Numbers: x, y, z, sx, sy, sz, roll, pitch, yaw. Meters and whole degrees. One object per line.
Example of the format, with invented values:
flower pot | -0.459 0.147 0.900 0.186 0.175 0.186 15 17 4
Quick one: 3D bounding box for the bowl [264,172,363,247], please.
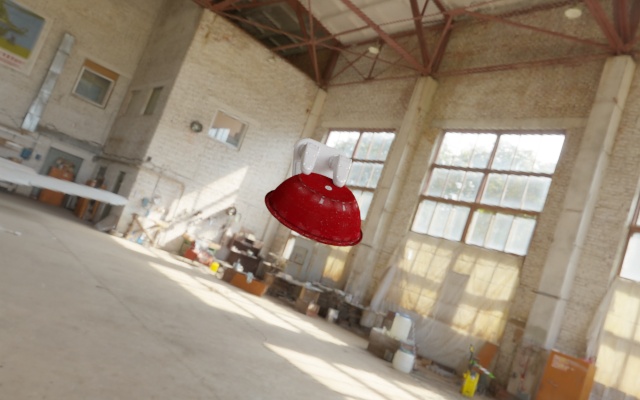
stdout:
bowl | 0.001 0.003 0.718 0.162 0.055 0.162 21 21 -9
